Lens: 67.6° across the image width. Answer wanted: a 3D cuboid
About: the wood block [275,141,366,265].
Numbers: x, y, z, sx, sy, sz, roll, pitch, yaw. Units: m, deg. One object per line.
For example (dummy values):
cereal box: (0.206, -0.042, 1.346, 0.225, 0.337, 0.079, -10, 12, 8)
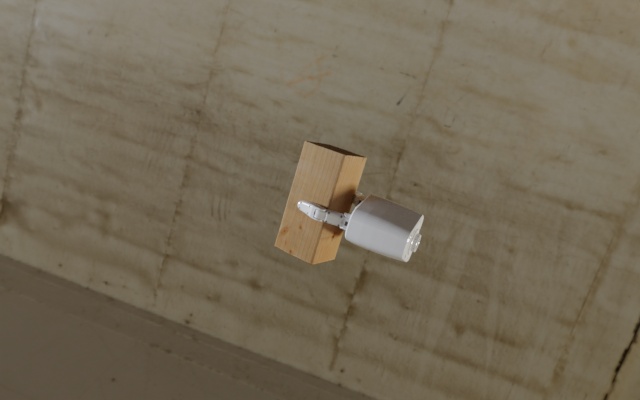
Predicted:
wood block: (0.000, 0.003, 0.888, 0.090, 0.206, 0.091, 23, 12, 29)
